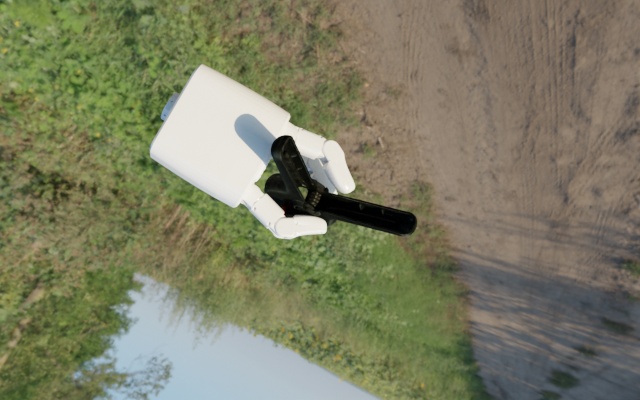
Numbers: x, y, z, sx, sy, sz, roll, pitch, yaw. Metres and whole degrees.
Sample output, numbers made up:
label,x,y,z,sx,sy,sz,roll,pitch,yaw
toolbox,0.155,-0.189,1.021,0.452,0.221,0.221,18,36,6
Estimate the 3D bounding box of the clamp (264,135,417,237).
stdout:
label,x,y,z,sx,sy,sz,roll,pitch,yaw
clamp,-0.001,0.002,0.531,0.164,0.036,0.210,30,-17,-11
